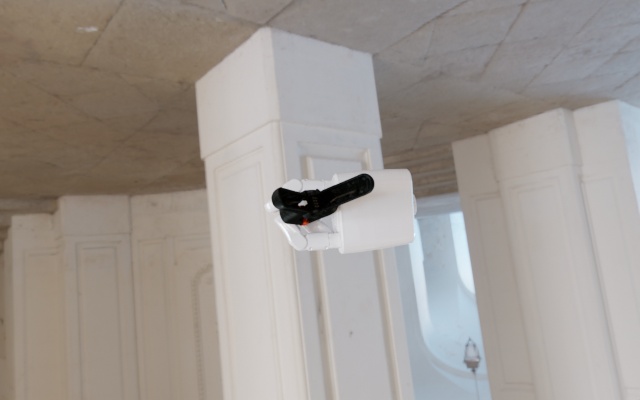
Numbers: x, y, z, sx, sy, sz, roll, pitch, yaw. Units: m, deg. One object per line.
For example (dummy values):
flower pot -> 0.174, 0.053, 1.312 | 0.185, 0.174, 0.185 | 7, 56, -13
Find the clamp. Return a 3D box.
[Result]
clamp -> 0.000, 0.003, 0.605 | 0.120, 0.039, 0.171 | -6, -8, -5
